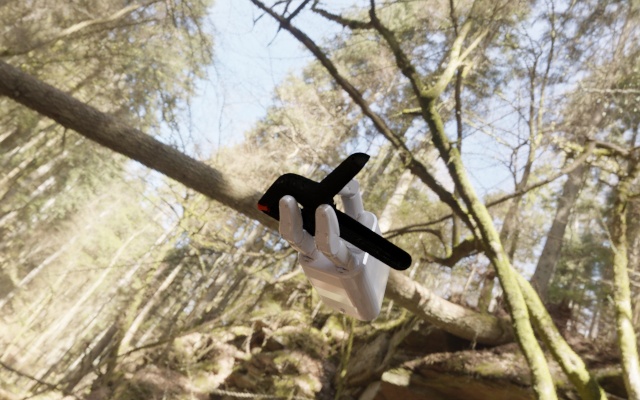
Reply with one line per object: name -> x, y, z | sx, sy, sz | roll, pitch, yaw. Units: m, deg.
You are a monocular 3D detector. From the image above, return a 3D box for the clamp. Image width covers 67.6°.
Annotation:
clamp -> 0.000, 0.001, 0.569 | 0.210, 0.165, 0.036 | 13, 48, 36
